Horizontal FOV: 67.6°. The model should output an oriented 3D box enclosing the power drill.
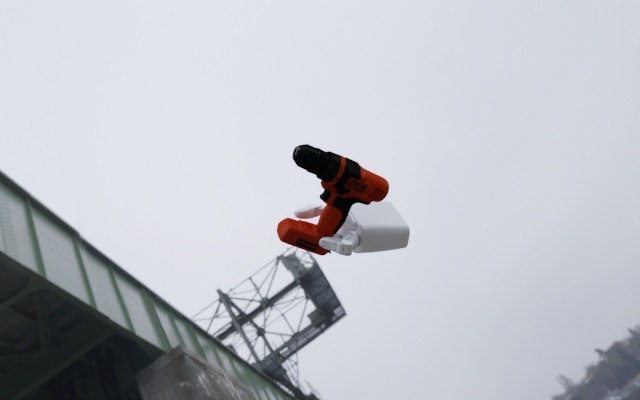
[{"bbox_3d":[0.000,0.003,0.826,0.184,0.188,0.057,23,32,-23],"label":"power drill"}]
